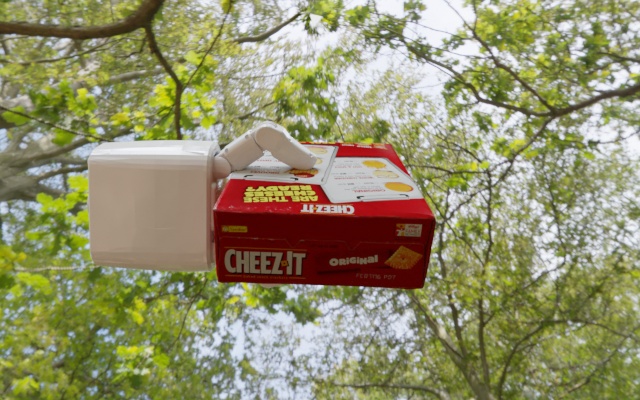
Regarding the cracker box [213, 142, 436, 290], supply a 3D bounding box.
[{"bbox_3d":[0.000,0.001,0.453,0.164,0.072,0.213,2,21,-2],"label":"cracker box"}]
